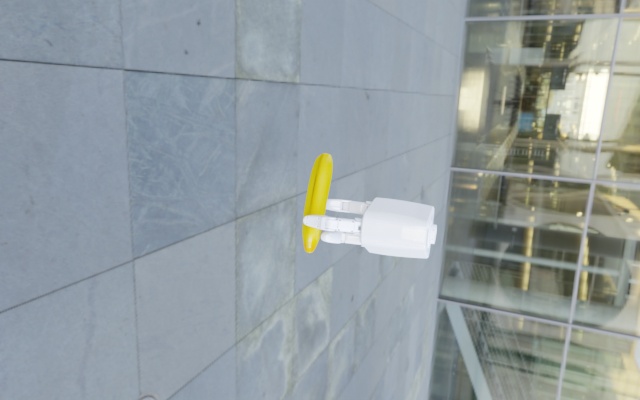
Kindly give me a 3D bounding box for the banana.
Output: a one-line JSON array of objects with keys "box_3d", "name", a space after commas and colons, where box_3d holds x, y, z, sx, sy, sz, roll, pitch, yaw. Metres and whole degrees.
[{"box_3d": [-0.003, -0.008, 0.848, 0.037, 0.197, 0.070, 6, -22, 13], "name": "banana"}]
